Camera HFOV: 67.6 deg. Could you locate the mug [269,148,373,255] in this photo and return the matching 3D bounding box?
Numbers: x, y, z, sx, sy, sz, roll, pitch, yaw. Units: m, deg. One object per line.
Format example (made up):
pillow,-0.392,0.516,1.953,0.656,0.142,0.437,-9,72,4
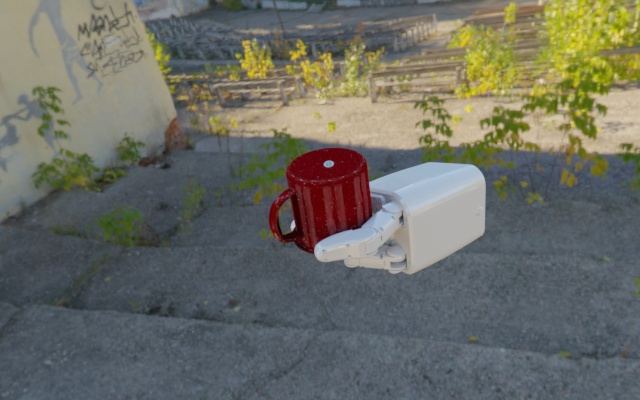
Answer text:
mug,-0.001,0.002,0.485,0.117,0.081,0.093,-22,32,-22
